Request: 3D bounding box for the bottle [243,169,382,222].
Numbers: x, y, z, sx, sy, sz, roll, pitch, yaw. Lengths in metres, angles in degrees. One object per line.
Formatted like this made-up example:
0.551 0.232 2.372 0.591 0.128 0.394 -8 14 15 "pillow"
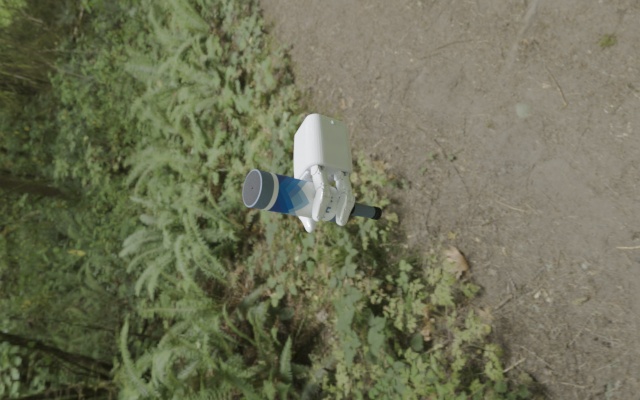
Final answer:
0.000 0.003 0.899 0.296 0.069 0.069 12 -7 -36 "bottle"
